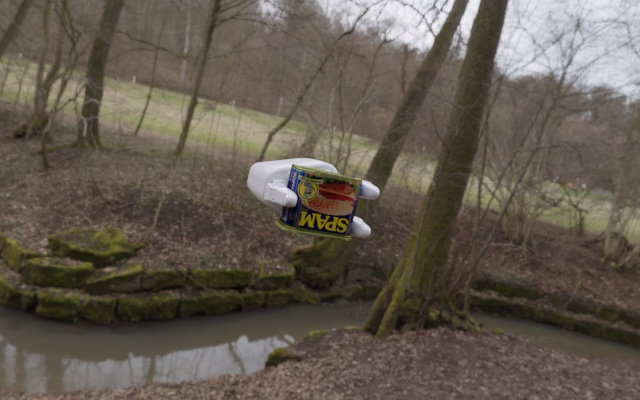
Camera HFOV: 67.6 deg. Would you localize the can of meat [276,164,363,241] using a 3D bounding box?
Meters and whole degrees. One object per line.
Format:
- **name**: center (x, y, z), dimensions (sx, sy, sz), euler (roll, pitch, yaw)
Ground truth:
- **can of meat**: center (0.000, 0.002, 0.640), dimensions (0.102, 0.084, 0.057), euler (11, 7, -22)
